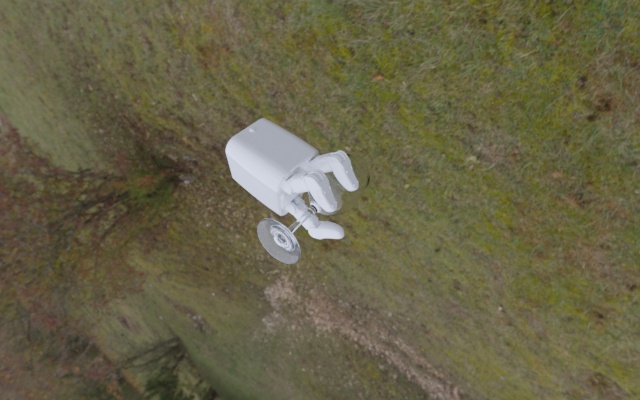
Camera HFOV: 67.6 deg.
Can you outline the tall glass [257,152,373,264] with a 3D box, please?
[{"bbox_3d":[0.000,0.003,0.699,0.079,0.079,0.201,0,32,43],"label":"tall glass"}]
